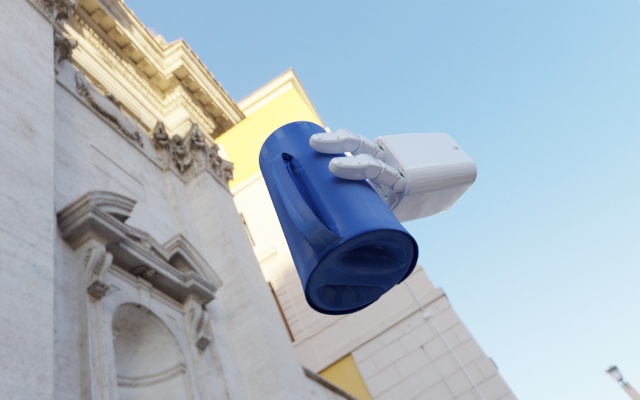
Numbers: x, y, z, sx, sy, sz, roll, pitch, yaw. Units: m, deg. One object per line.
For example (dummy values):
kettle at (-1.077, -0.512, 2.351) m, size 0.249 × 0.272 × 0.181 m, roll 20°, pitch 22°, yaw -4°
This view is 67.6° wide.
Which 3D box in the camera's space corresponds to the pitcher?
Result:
pitcher at (0.000, 0.002, 0.577) m, size 0.145 × 0.149 × 0.242 m, roll -8°, pitch 43°, yaw -21°
